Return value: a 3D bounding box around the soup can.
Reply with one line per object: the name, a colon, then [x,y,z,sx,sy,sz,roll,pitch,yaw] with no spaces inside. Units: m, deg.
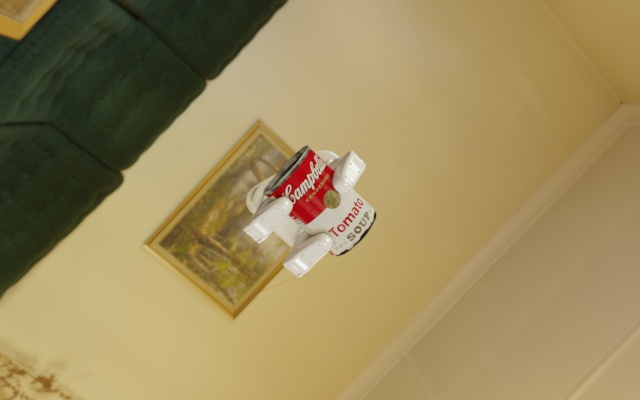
soup can: [0.001,0.002,0.499,0.102,0.068,0.068,43,-11,-12]
